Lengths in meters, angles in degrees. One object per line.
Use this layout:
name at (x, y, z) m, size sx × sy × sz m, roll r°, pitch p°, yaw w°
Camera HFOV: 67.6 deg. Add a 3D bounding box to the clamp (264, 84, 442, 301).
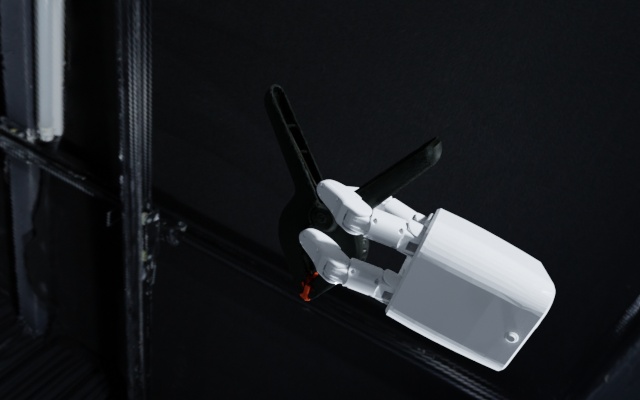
clamp at (0.000, 0.002, 0.455) m, size 0.164 × 0.210 × 0.036 m, roll 28°, pitch 31°, yaw 14°
